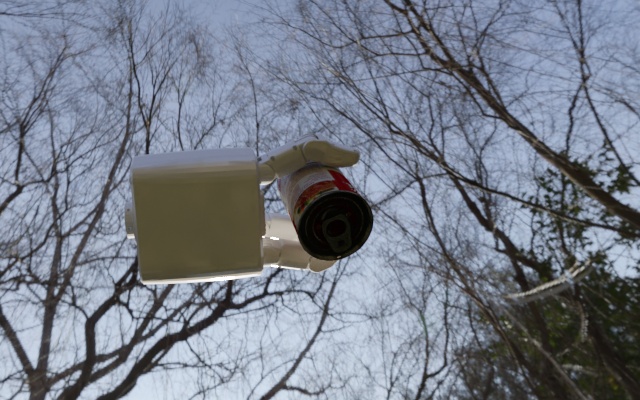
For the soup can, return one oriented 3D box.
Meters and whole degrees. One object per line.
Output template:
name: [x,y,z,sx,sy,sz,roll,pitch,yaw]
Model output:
soup can: [0.000,0.001,0.450,0.068,0.068,0.102,0,25,-17]
